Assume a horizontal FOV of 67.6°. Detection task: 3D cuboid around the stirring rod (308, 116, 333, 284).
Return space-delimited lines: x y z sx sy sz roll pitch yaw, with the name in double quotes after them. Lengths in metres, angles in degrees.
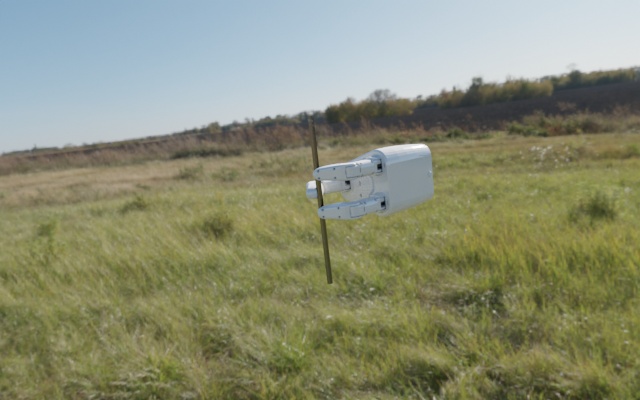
0.000 0.002 0.673 0.011 0.239 0.011 -7 10 1 "stirring rod"
